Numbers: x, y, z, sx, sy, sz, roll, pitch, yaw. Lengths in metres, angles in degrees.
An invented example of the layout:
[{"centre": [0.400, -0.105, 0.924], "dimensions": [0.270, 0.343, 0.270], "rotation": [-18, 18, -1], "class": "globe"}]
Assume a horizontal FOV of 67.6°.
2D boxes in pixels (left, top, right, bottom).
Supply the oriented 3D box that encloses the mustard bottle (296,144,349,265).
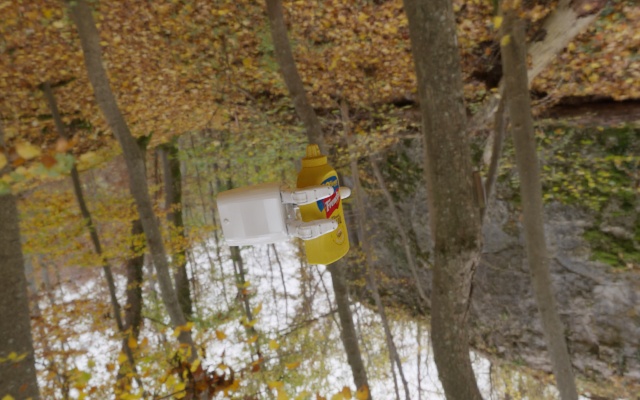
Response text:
[{"centre": [0.000, 0.003, 0.789], "dimensions": [0.058, 0.192, 0.096], "rotation": [-2, 14, 33], "class": "mustard bottle"}]
